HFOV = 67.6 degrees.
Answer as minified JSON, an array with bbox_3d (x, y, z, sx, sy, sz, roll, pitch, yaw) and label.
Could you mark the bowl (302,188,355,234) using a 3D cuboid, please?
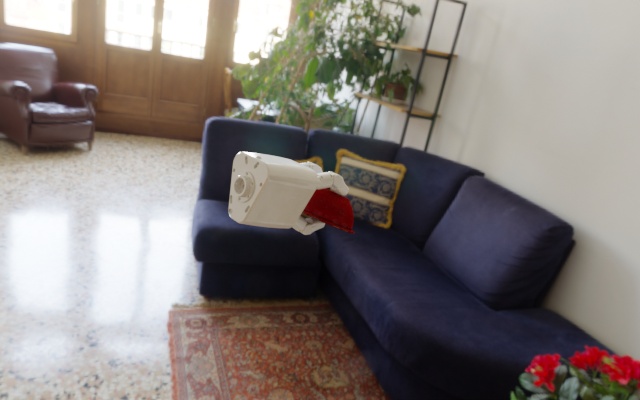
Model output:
[{"bbox_3d":[0.001,0.003,0.880,0.162,0.055,0.162,25,2,-1],"label":"bowl"}]
